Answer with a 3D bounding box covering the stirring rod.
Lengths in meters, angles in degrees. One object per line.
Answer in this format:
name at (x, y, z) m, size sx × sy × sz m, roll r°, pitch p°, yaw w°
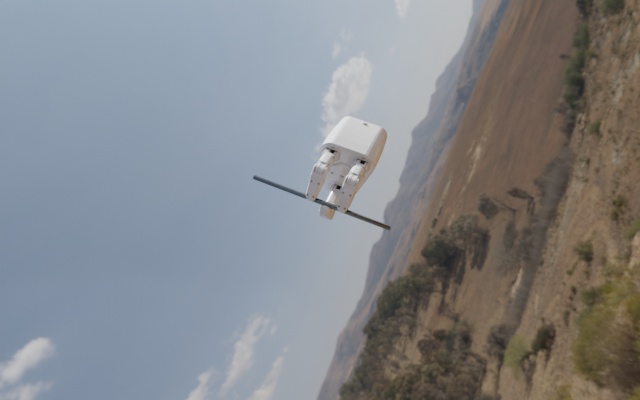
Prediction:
stirring rod at (0.000, 0.003, 0.778) m, size 0.239 × 0.011 × 0.011 m, roll 21°, pitch 3°, yaw 9°
